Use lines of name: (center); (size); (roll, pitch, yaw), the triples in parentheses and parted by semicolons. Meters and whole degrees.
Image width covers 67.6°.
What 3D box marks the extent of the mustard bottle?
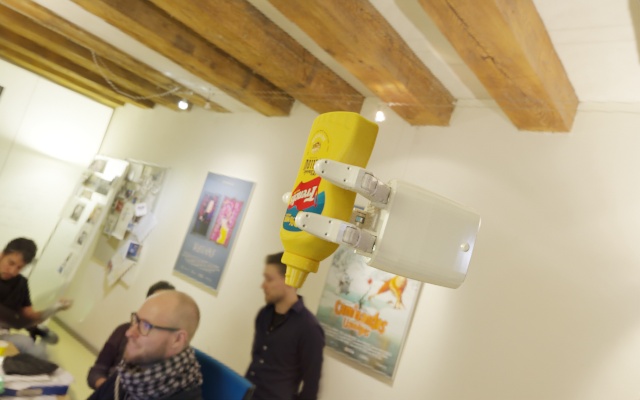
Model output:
mustard bottle: (0.000, 0.001, 0.523); (0.058, 0.191, 0.096); (22, -8, -31)
